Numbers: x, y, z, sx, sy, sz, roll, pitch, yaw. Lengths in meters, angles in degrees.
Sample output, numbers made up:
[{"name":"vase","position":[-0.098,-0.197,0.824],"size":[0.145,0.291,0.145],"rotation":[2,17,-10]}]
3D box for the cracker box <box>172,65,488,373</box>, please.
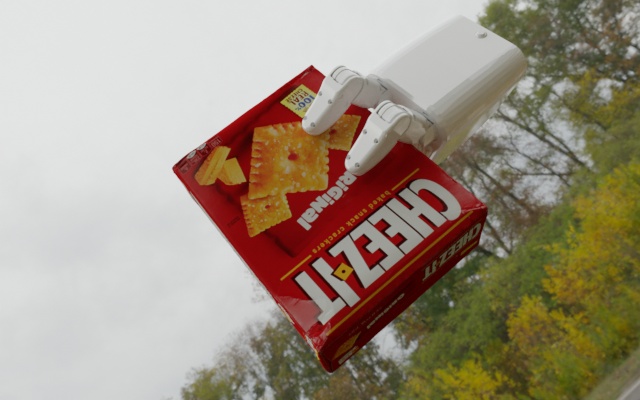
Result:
[{"name":"cracker box","position":[0.000,0.001,0.402],"size":[0.164,0.213,0.072],"rotation":[-38,-30,-12]}]
